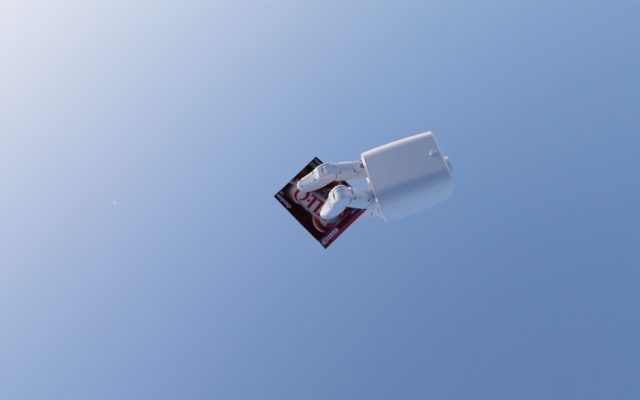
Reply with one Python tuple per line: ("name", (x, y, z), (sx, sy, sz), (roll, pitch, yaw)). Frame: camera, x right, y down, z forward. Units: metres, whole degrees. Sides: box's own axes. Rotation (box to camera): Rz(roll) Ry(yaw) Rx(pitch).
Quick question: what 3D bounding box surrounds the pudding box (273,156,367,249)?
("pudding box", (0.000, 0.002, 0.702), (0.113, 0.090, 0.039), (42, -8, 34))
